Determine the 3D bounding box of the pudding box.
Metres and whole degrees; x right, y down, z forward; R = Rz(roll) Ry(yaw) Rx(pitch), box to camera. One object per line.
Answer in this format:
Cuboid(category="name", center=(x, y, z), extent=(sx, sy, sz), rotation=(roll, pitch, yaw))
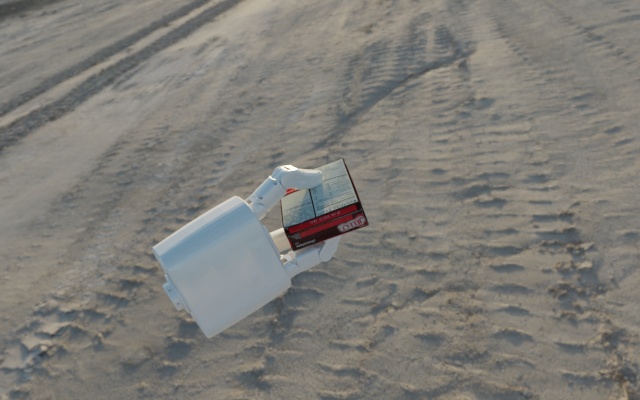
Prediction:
Cuboid(category="pudding box", center=(0.000, 0.002, 0.557), extent=(0.090, 0.039, 0.113), rotation=(-19, 33, 3))
